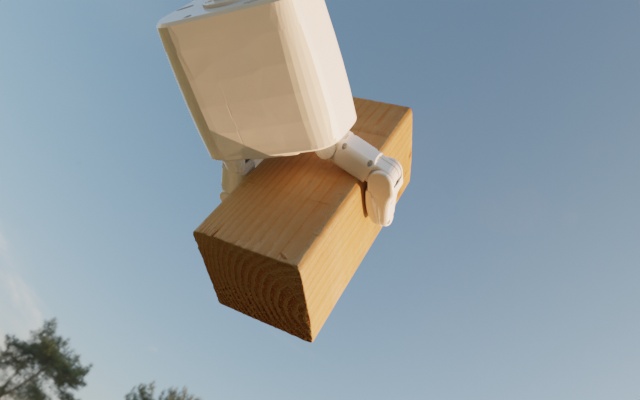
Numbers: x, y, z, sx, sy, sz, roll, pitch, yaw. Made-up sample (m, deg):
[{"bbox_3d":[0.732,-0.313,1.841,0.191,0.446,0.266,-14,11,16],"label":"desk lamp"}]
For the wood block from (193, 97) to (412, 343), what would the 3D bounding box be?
[{"bbox_3d":[0.000,0.001,0.410,0.091,0.090,0.206,17,46,24],"label":"wood block"}]
